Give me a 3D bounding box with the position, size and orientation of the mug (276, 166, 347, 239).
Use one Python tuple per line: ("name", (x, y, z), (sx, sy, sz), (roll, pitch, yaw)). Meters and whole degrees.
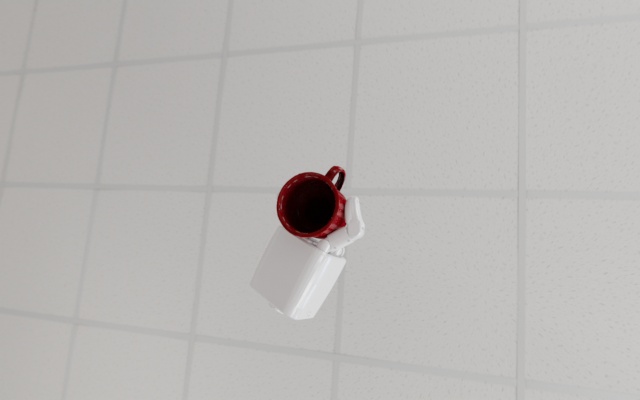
("mug", (0.001, 0.001, 0.696), (0.093, 0.117, 0.081), (30, 0, 22))
